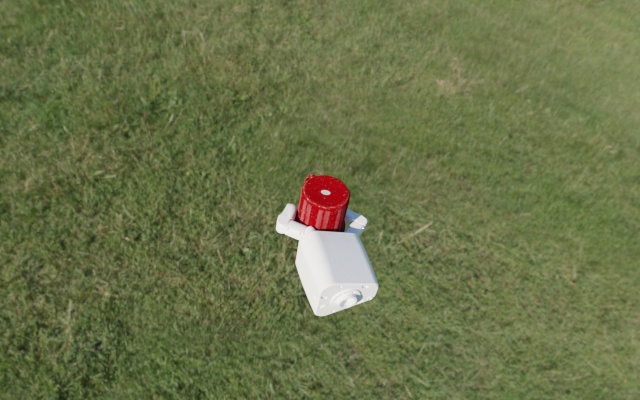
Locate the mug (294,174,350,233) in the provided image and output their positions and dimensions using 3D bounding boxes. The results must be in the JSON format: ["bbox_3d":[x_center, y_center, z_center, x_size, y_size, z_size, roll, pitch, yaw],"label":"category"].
[{"bbox_3d":[0.000,0.001,0.823,0.093,0.117,0.082,-9,-40,-19],"label":"mug"}]
